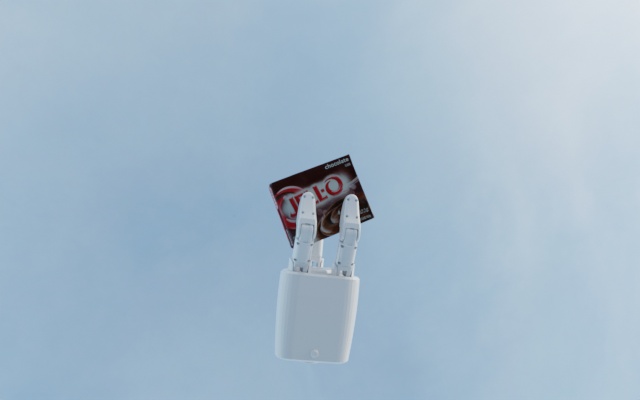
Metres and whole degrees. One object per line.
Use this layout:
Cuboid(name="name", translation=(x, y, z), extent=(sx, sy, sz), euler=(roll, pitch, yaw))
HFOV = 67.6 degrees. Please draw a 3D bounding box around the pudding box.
Cuboid(name="pudding box", translation=(0.000, 0.002, 0.618), extent=(0.113, 0.090, 0.039), euler=(-22, 0, -11))
